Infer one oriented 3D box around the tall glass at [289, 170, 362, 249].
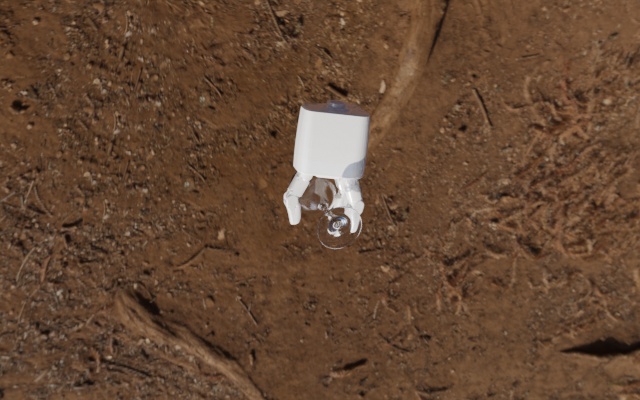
[{"bbox_3d":[0.000,0.003,0.828,0.079,0.079,0.201,0,24,-20],"label":"tall glass"}]
